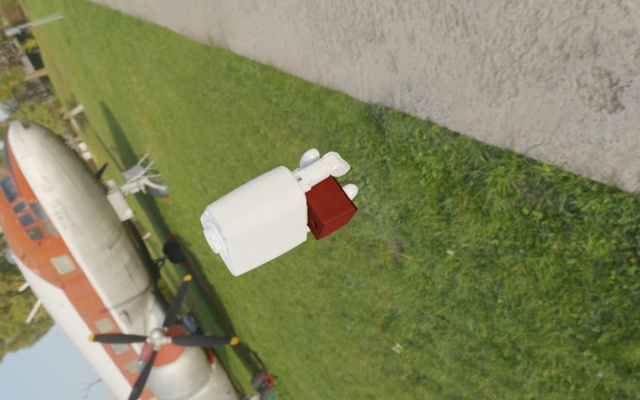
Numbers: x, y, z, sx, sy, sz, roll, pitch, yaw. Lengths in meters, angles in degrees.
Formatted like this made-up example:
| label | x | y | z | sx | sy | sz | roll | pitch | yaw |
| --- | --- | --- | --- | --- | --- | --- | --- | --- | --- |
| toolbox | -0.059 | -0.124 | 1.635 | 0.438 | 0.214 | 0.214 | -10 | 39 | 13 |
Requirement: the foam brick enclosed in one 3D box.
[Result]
| label | x | y | z | sx | sy | sz | roll | pitch | yaw |
| --- | --- | --- | --- | --- | --- | --- | --- | --- | --- |
| foam brick | 0.000 | 0.002 | 0.613 | 0.051 | 0.078 | 0.053 | -29 | -17 | -23 |
